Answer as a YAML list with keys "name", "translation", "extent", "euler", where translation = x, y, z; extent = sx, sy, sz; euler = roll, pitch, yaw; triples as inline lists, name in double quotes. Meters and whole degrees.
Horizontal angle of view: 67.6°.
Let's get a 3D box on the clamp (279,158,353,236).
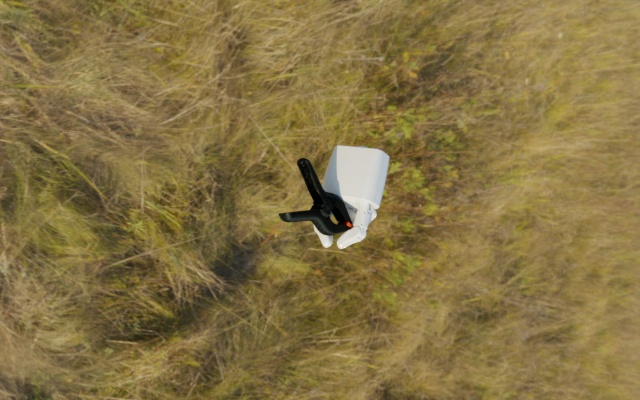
- name: "clamp"
  translation: [0.001, 0.003, 0.858]
  extent: [0.039, 0.120, 0.171]
  euler: [3, -17, 43]
